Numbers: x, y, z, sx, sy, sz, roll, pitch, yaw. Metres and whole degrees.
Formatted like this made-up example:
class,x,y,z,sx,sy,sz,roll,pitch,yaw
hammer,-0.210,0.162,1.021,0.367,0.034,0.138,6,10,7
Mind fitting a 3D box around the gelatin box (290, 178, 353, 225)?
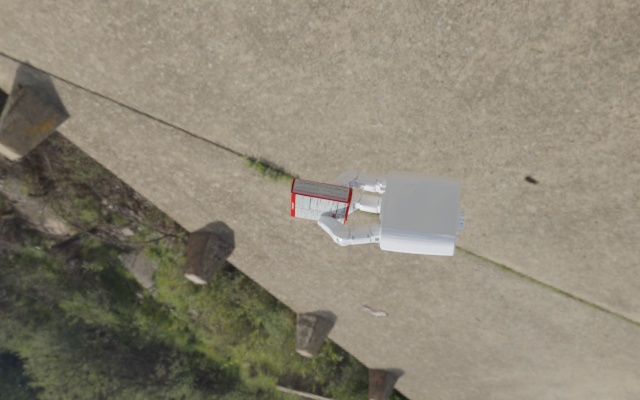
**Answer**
class,x,y,z,sx,sy,sz,roll,pitch,yaw
gelatin box,0.000,0.003,0.718,0.089,0.030,0.073,9,-29,1
